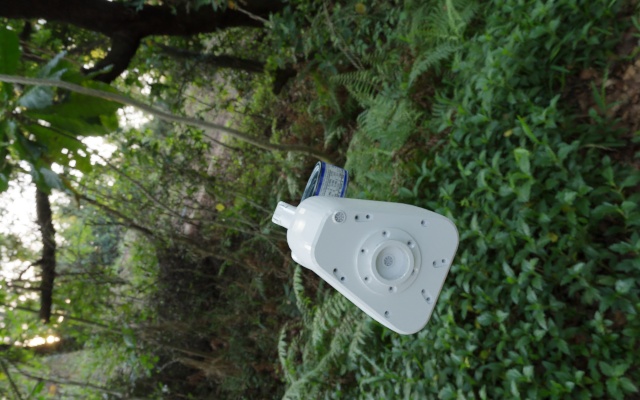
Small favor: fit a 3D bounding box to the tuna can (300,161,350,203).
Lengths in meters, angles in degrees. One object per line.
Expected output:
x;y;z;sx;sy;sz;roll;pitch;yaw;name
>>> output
0.000;0.002;0.520;0.034;0.086;0.086;20;-3;-8;tuna can
